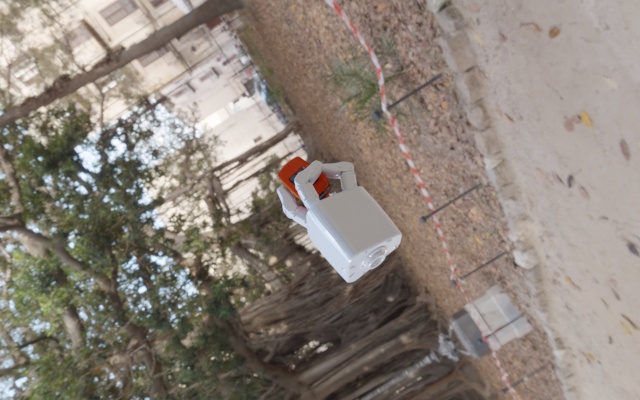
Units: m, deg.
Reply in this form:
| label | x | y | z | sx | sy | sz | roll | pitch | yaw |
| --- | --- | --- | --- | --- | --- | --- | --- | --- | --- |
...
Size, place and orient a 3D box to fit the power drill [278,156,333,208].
| label | x | y | z | sx | sy | sz | roll | pitch | yaw |
| --- | --- | --- | --- | --- | --- | --- | --- | --- | --- |
| power drill | 0.000 | 0.003 | 0.868 | 0.184 | 0.057 | 0.188 | 39 | -7 | 43 |
